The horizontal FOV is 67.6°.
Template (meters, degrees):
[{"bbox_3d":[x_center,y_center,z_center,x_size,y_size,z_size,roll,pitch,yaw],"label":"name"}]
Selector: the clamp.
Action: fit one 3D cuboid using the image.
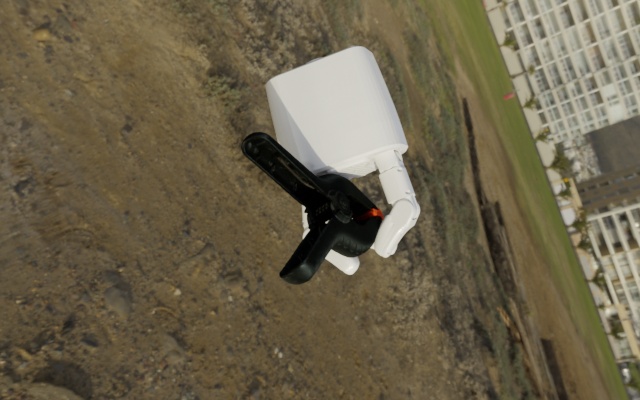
[{"bbox_3d":[0.001,0.001,0.407,0.039,0.120,0.171,-22,-9,26],"label":"clamp"}]
